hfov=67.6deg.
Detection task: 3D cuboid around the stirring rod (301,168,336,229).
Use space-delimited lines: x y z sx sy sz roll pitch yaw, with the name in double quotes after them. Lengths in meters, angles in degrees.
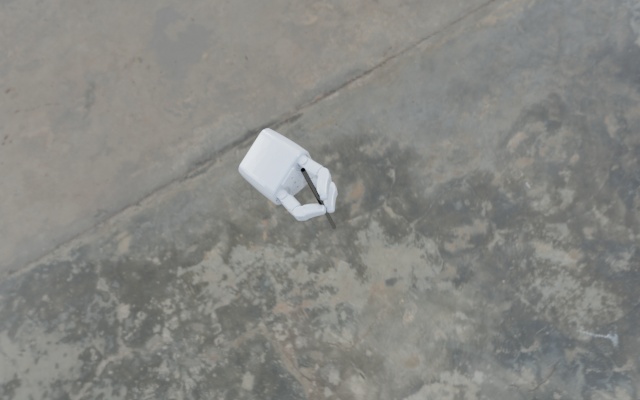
0.000 0.003 0.865 0.011 0.011 0.240 0 -25 15 "stirring rod"
